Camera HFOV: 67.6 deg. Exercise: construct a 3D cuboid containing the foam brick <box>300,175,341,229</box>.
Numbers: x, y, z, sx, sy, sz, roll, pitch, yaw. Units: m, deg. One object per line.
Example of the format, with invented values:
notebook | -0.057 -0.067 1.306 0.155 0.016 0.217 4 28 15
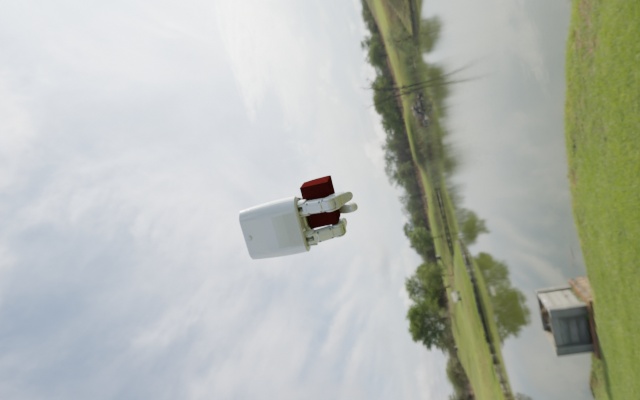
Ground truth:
foam brick | 0.000 0.002 0.835 0.051 0.078 0.053 -12 13 11
